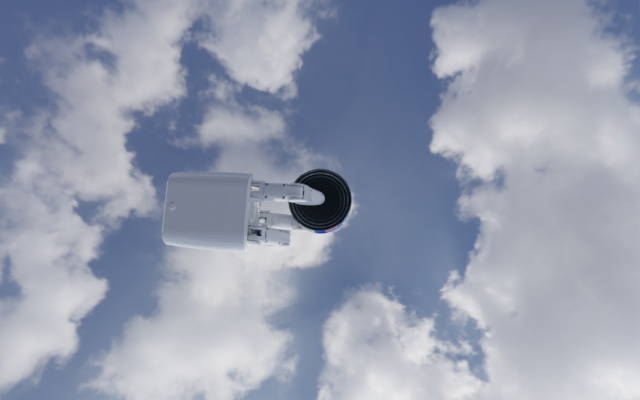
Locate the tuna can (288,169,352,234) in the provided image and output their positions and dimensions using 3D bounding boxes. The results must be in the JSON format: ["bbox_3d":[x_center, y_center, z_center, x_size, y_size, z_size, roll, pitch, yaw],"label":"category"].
[{"bbox_3d":[0.000,0.002,0.654,0.086,0.086,0.034,0,-13,4],"label":"tuna can"}]
